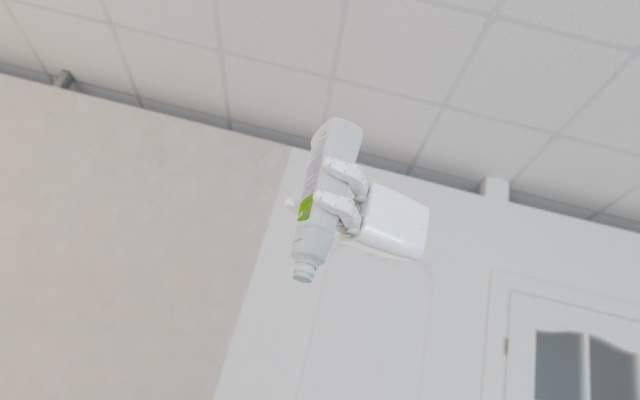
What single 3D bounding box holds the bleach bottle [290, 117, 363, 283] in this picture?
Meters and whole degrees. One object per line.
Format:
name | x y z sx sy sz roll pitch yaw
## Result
bleach bottle | 0.000 0.002 0.715 0.068 0.250 0.102 22 -27 -14
